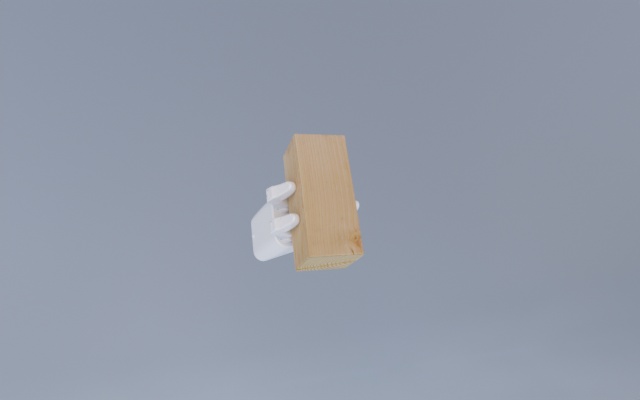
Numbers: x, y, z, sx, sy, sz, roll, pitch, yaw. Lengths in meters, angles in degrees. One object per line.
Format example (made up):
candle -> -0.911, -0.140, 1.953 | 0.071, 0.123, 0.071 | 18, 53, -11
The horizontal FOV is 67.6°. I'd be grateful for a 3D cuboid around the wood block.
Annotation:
wood block -> 0.000, 0.003, 0.783 | 0.091, 0.206, 0.090 | -1, -21, -18
